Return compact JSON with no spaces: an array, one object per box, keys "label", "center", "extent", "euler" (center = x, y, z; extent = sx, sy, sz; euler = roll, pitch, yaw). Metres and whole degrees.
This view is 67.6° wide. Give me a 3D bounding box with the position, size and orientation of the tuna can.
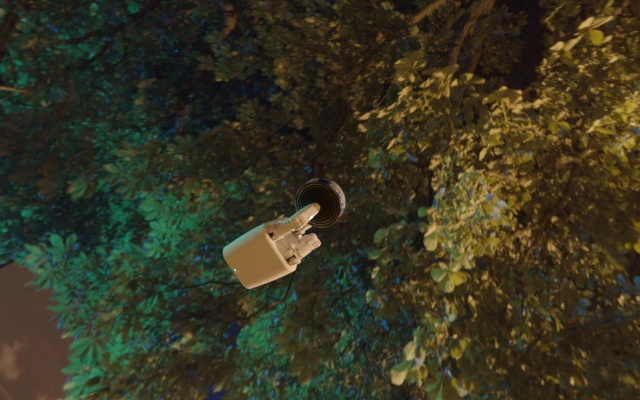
[{"label":"tuna can","center":[0.000,0.003,0.839],"extent":[0.086,0.086,0.033],"euler":[0,20,22]}]
